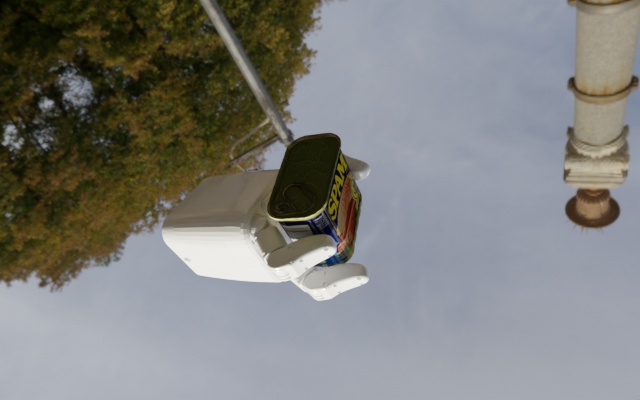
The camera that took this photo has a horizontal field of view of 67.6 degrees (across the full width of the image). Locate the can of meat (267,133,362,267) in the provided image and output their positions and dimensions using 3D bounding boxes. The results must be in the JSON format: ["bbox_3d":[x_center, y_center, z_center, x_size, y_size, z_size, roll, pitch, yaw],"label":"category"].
[{"bbox_3d":[0.000,0.002,0.457,0.057,0.102,0.084,-4,-40,23],"label":"can of meat"}]
